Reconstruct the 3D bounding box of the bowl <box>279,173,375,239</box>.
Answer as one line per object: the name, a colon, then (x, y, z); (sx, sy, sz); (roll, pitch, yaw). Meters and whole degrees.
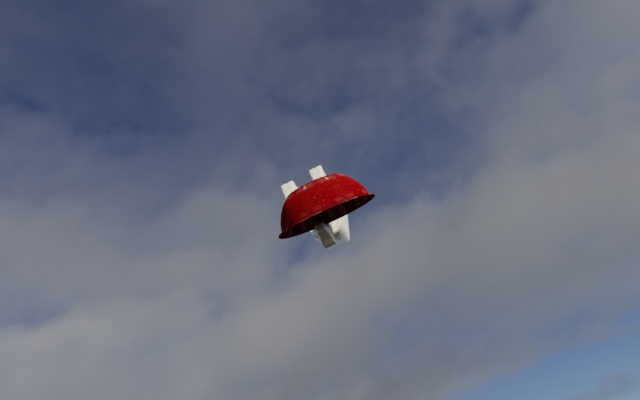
bowl: (0.000, 0.002, 0.735); (0.162, 0.055, 0.162); (-24, -9, -4)
